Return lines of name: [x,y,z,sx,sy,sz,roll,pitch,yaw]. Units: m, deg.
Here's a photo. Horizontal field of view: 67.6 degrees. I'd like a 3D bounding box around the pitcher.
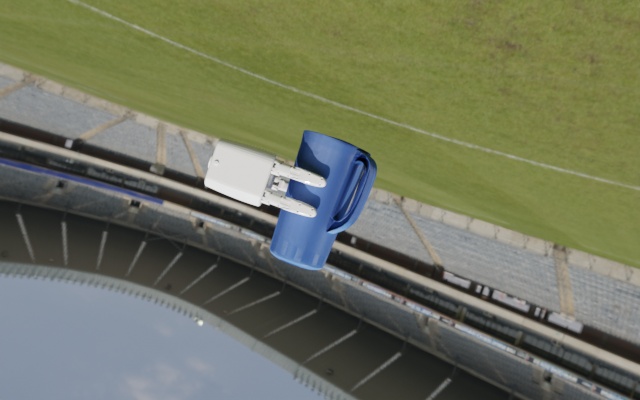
pitcher: [0.000,0.003,0.883,0.145,0.243,0.149,19,1,-3]
